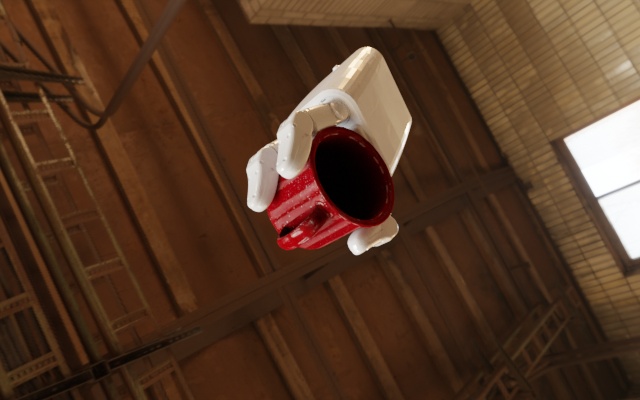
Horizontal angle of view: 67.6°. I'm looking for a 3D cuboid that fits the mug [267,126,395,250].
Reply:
[{"bbox_3d":[-0.001,0.002,0.418,0.081,0.093,0.117,-33,18,44],"label":"mug"}]
